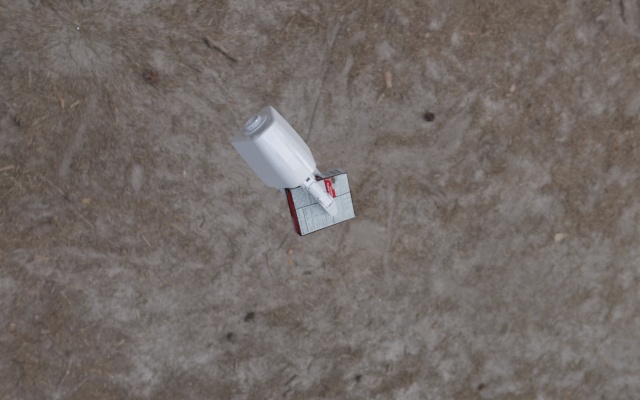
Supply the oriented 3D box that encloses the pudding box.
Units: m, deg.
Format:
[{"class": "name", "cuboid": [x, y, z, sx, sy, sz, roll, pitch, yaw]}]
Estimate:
[{"class": "pudding box", "cuboid": [0.000, 0.003, 0.840, 0.113, 0.090, 0.039, -18, 19, -17]}]
